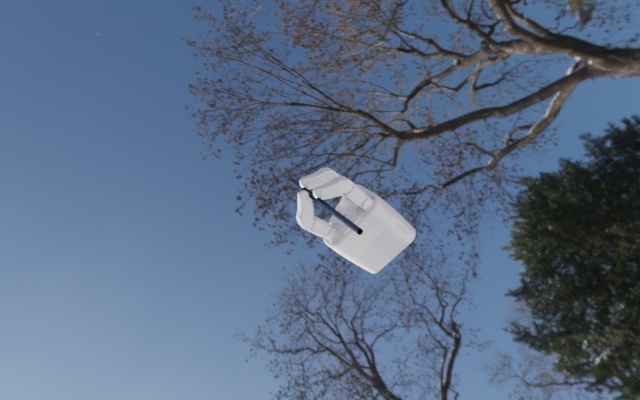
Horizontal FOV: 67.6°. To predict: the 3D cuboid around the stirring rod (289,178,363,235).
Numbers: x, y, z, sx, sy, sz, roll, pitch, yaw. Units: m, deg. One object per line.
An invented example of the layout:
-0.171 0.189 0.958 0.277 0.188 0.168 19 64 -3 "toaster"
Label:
0.000 0.002 0.688 0.011 0.011 0.239 0 18 -25 "stirring rod"
